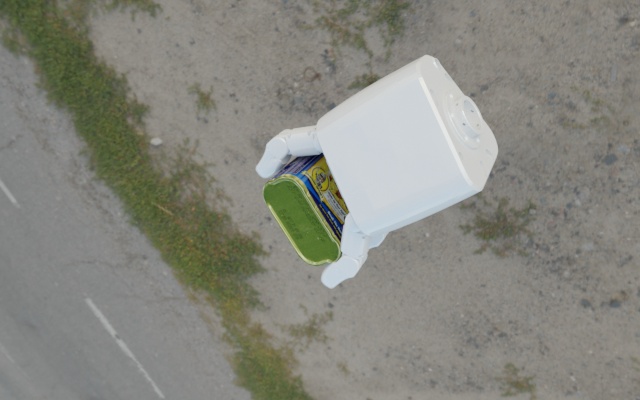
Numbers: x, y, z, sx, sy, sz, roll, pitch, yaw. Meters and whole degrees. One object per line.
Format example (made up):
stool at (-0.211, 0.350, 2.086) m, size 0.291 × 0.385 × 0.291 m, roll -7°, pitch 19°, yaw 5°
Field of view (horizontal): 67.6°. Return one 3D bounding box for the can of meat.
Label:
can of meat at (0.000, 0.002, 0.471) m, size 0.057 × 0.102 × 0.084 m, roll -22°, pitch 16°, yaw 38°
